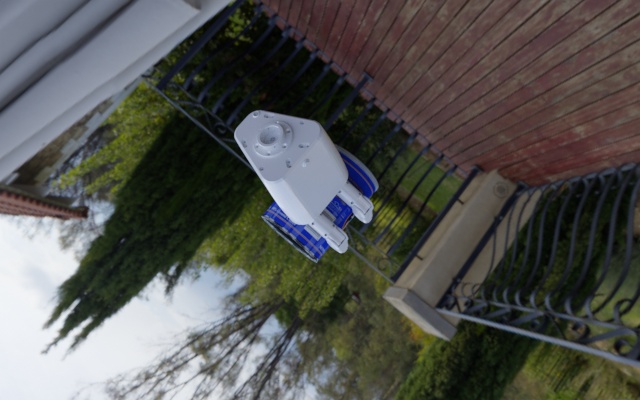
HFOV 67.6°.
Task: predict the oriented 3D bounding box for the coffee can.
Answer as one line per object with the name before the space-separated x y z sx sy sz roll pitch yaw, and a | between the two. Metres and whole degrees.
coffee can | 0.000 0.002 0.682 0.103 0.140 0.103 39 -10 8
